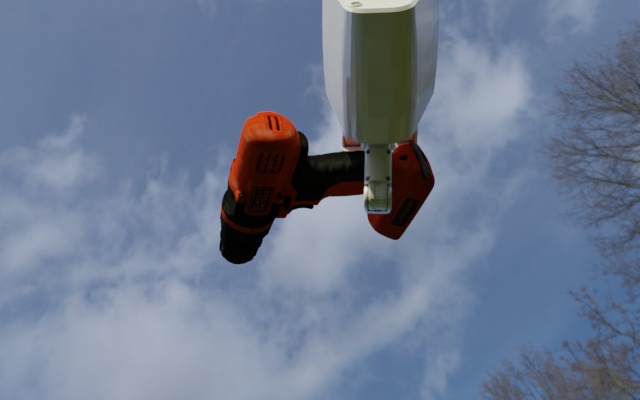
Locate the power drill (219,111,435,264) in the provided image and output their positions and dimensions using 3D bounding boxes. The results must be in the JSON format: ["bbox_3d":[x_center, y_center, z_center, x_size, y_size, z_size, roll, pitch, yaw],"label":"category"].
[{"bbox_3d":[0.001,0.001,0.462,0.187,0.057,0.185,0,-40,-21],"label":"power drill"}]
